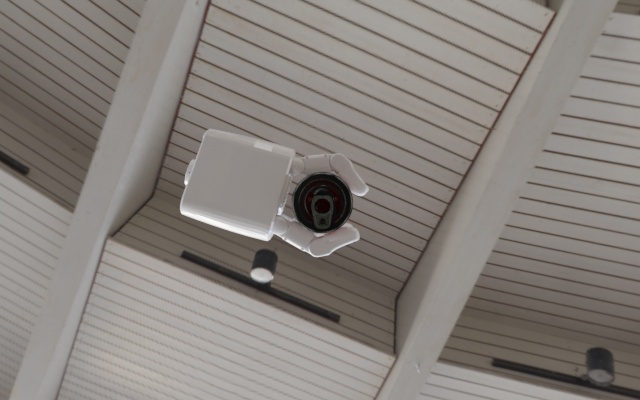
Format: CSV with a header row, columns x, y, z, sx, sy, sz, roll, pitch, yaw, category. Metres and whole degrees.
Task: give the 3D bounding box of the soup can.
x,y,z,sx,sy,sz,roll,pitch,yaw,category
0.001,0.002,0.570,0.068,0.068,0.102,0,1,-2,soup can
